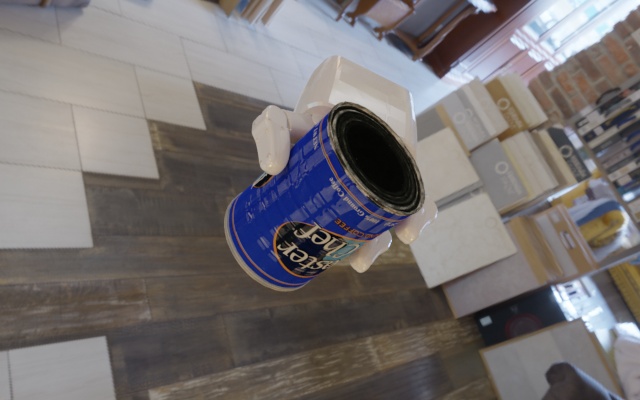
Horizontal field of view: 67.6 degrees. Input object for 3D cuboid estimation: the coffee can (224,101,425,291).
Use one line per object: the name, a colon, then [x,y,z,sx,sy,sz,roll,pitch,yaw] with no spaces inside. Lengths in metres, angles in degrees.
coffee can: [0.000,0.001,0.401,0.103,0.102,0.140,0,-30,-48]
